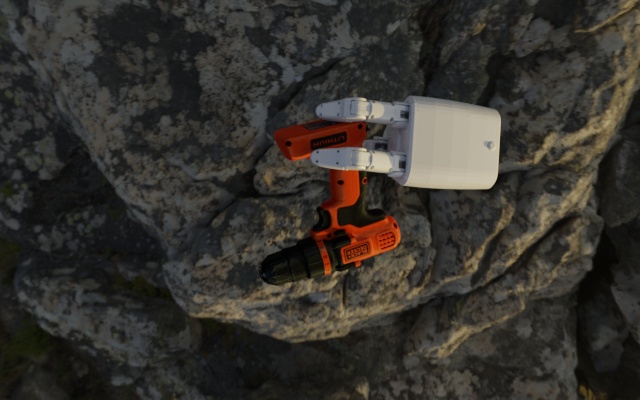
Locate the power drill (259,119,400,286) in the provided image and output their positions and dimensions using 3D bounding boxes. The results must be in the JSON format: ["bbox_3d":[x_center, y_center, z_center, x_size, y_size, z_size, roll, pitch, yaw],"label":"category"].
[{"bbox_3d":[0.000,0.001,0.572,0.184,0.188,0.057,-18,25,-15],"label":"power drill"}]
